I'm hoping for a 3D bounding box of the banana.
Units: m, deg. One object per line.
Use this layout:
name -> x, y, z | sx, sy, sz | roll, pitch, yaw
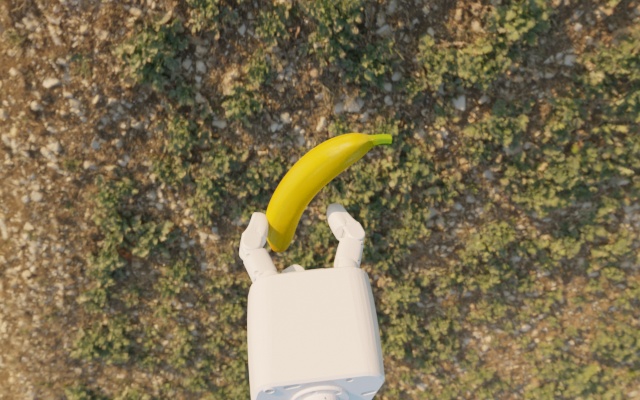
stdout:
banana -> -0.012, -0.008, 0.504 | 0.070, 0.037, 0.198 | 27, -55, -30
